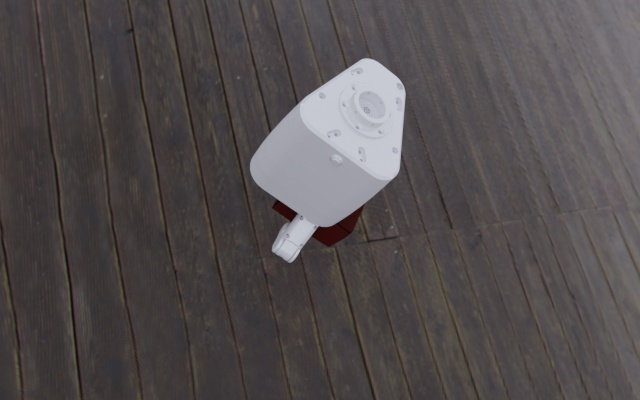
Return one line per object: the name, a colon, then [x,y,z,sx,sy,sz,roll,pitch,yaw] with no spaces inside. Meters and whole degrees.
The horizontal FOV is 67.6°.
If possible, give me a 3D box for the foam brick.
foam brick: [0.000,0.002,0.494,0.078,0.053,0.051,35,-34,-11]
